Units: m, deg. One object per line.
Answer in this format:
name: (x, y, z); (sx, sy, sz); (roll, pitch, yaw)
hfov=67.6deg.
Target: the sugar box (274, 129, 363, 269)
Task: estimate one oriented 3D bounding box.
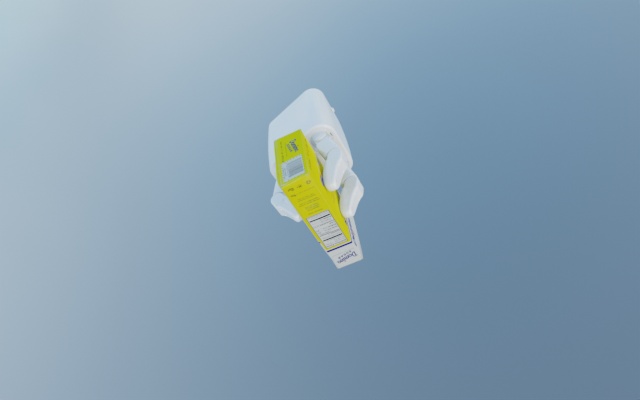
sugar box: (0.001, 0.002, 0.626); (0.048, 0.093, 0.176); (-25, -47, 13)
